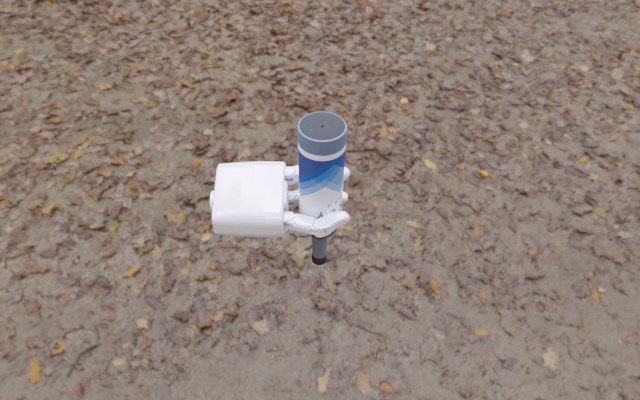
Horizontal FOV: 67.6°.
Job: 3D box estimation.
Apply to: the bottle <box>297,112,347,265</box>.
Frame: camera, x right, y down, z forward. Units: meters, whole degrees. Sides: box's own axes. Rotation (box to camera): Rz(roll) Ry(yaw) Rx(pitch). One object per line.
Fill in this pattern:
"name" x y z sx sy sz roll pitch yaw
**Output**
"bottle" 0.000 0.002 0.744 0.069 0.069 0.296 0 -44 -1
